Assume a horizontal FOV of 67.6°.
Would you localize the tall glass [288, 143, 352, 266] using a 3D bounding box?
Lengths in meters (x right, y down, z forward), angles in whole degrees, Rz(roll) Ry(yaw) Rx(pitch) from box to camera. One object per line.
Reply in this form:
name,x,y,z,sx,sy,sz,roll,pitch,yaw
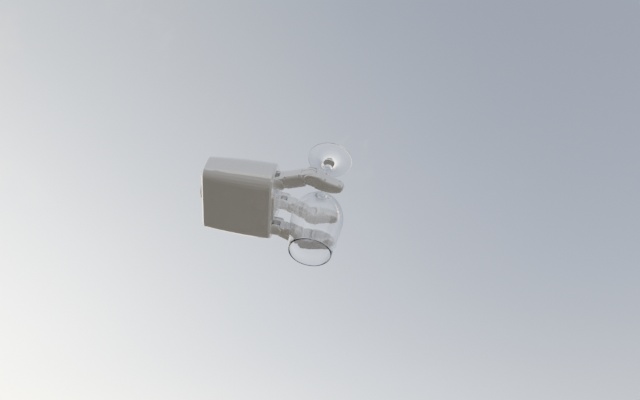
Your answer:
tall glass,0.000,0.002,0.728,0.079,0.200,0.079,6,-44,6
